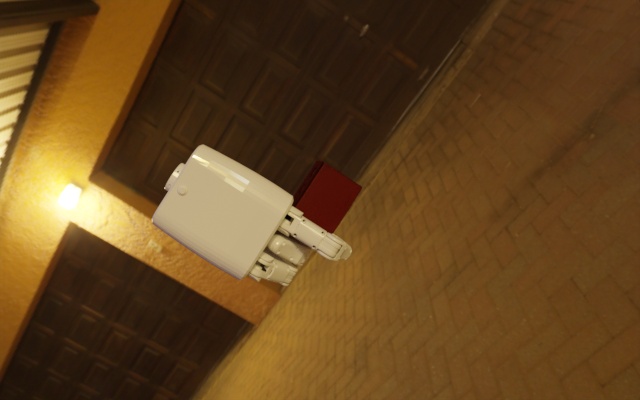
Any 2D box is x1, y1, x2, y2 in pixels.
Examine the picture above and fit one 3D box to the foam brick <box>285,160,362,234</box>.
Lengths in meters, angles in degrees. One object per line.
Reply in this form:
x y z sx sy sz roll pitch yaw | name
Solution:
0.000 0.001 0.513 0.051 0.078 0.053 33 2 -8 | foam brick
